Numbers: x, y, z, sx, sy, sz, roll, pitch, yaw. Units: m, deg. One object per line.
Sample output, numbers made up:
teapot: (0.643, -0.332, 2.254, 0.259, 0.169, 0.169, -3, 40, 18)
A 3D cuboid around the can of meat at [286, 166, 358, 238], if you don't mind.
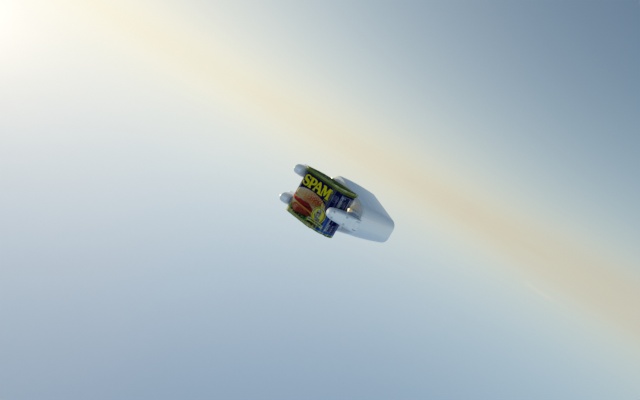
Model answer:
can of meat: (0.000, 0.003, 0.796, 0.057, 0.084, 0.102, 20, 12, -49)
